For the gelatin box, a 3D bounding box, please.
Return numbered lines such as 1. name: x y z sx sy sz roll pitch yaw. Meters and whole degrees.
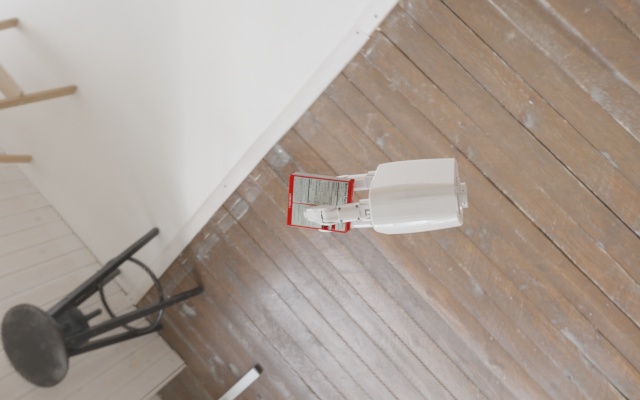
1. gelatin box: 0.000 0.002 0.659 0.089 0.073 0.030 7 13 12
